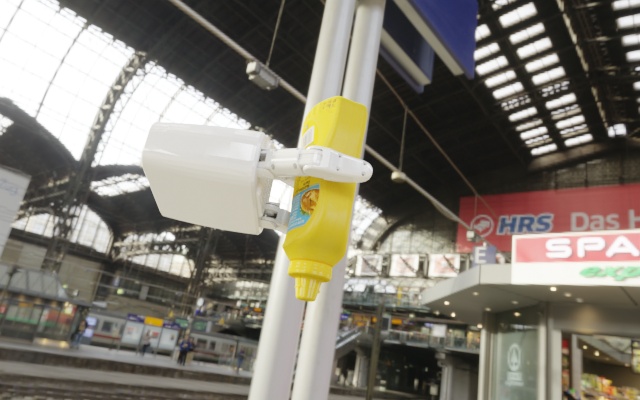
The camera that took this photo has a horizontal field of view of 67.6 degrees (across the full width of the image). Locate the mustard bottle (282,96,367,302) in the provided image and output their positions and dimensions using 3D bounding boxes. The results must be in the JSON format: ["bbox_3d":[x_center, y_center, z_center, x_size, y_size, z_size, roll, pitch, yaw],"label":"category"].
[{"bbox_3d":[0.000,0.001,0.467,0.058,0.191,0.096,17,-20,-20],"label":"mustard bottle"}]
